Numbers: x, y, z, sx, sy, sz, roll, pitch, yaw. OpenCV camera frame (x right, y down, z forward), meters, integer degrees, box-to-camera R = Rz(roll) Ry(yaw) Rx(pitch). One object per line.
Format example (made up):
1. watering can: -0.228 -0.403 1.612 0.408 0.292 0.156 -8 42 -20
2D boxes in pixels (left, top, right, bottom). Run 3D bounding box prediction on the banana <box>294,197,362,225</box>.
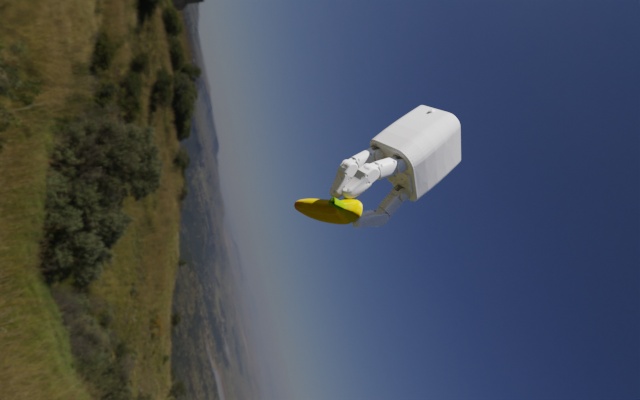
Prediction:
1. banana: 0.017 0.011 0.732 0.069 0.037 0.198 30 -12 -15
